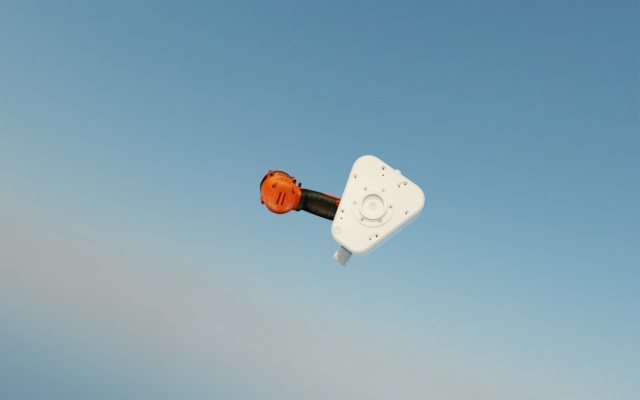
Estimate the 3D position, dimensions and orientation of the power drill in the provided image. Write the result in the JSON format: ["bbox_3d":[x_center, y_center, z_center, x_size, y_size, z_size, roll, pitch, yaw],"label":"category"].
[{"bbox_3d":[0.001,0.002,0.717,0.187,0.057,0.184,15,9,-10],"label":"power drill"}]
